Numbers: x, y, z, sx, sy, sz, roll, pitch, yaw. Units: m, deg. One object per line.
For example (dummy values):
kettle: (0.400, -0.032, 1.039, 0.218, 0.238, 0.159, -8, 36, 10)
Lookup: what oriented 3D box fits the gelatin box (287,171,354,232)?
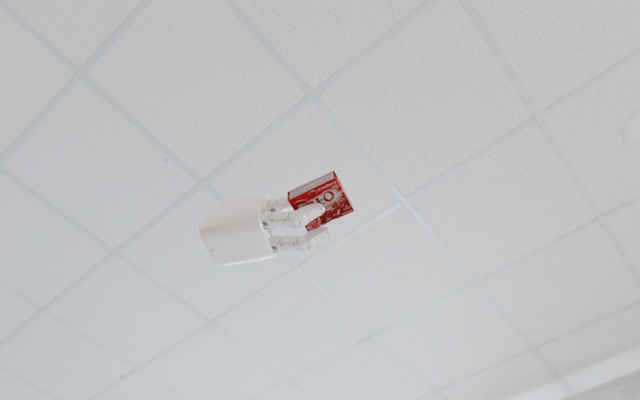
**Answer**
gelatin box: (0.000, 0.002, 0.787, 0.089, 0.073, 0.030, -25, 31, 10)
